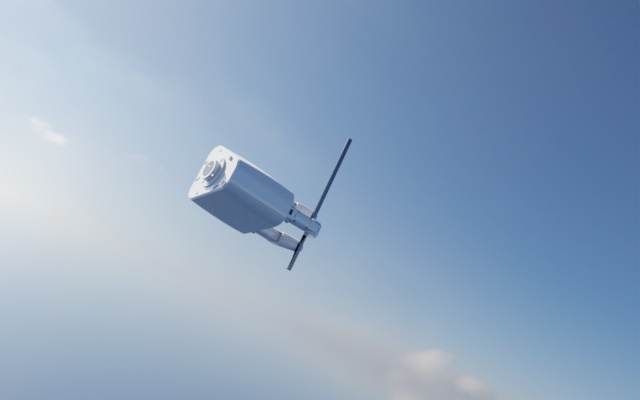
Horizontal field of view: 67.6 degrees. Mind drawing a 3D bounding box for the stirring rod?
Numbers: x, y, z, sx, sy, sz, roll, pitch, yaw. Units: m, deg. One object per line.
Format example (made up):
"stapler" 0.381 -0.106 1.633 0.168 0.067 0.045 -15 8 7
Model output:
"stirring rod" 0.000 0.003 0.772 0.011 0.239 0.011 24 -15 7
